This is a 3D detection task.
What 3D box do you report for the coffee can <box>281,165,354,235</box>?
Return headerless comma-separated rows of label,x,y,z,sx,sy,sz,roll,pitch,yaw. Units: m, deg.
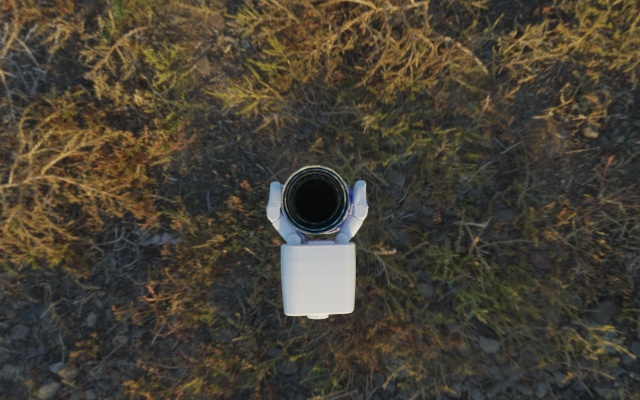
coffee can,0.000,0.002,0.764,0.103,0.103,0.140,0,-3,7
